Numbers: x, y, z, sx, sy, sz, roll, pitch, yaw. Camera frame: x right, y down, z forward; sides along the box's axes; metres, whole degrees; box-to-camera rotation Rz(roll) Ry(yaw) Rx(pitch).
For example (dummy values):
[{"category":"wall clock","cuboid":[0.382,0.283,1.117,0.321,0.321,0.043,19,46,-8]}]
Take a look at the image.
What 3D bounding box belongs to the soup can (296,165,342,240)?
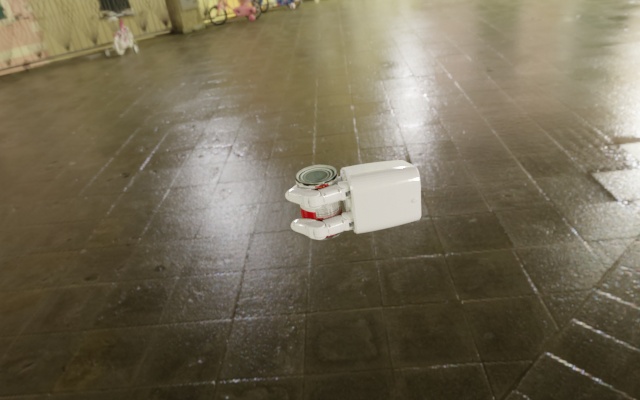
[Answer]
[{"category":"soup can","cuboid":[0.000,0.002,0.761,0.068,0.102,0.068,-6,30,4]}]
